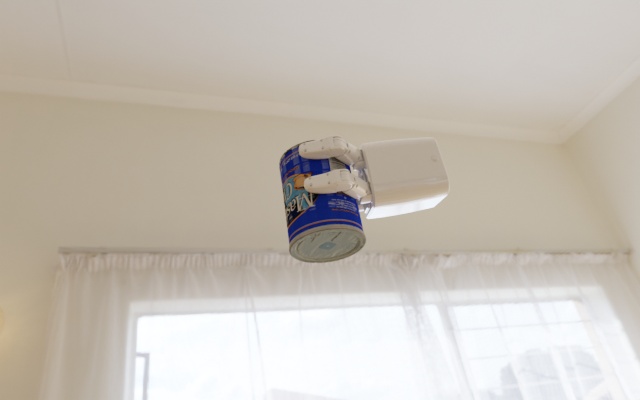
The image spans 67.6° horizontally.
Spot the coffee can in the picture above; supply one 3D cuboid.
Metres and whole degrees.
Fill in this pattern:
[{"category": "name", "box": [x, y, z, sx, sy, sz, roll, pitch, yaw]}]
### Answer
[{"category": "coffee can", "box": [0.000, 0.002, 0.663, 0.103, 0.140, 0.103, -7, -30, -4]}]
